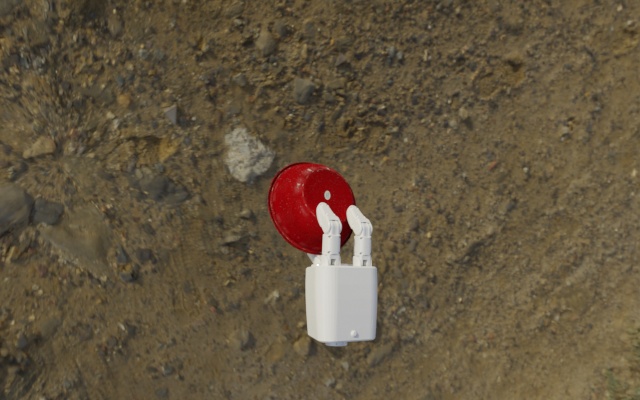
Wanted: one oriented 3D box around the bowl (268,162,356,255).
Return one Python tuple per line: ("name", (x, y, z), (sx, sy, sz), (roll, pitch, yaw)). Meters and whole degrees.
("bowl", (0.000, 0.001, 0.763), (0.162, 0.162, 0.055), (0, -20, -31))
